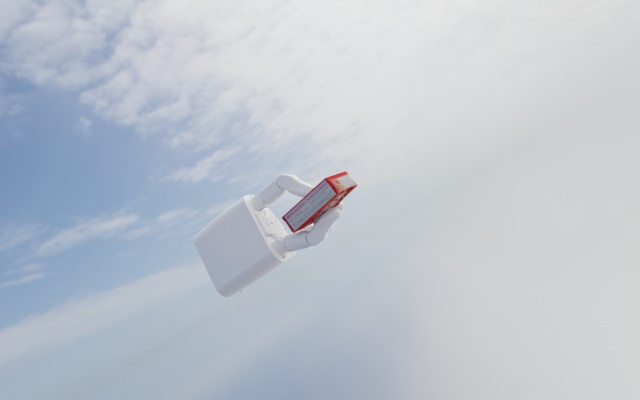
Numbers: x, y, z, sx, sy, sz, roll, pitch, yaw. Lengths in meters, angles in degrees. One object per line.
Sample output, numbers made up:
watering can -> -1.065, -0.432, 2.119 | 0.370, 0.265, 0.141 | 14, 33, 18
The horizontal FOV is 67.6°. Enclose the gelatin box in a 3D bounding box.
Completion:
gelatin box -> 0.000, 0.002, 0.646 | 0.089, 0.030, 0.073 | -43, -9, 25
